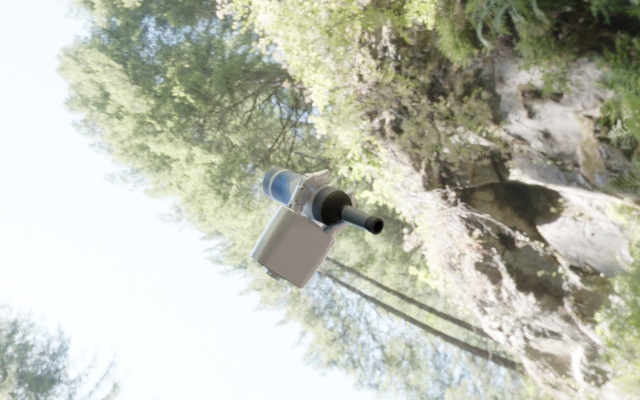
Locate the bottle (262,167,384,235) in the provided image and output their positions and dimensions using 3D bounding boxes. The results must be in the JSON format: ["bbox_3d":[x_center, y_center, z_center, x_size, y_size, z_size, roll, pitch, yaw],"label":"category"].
[{"bbox_3d":[0.000,0.003,0.852,0.069,0.069,0.295,0,15,-39],"label":"bottle"}]
